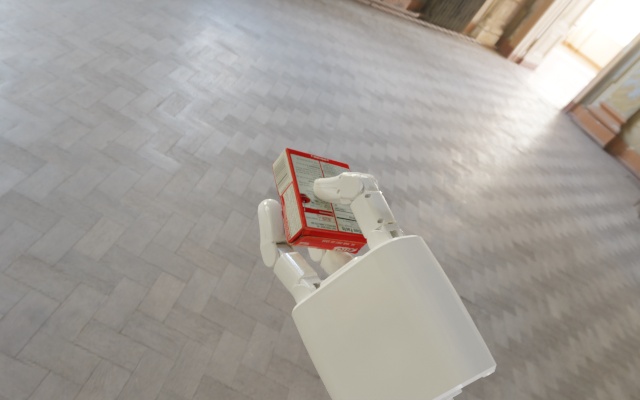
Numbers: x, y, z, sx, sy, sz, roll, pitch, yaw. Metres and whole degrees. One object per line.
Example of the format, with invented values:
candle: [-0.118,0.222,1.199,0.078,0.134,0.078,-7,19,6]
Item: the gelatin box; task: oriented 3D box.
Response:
gelatin box: [0.000,0.001,0.428,0.073,0.089,0.030,11,-40,-35]
